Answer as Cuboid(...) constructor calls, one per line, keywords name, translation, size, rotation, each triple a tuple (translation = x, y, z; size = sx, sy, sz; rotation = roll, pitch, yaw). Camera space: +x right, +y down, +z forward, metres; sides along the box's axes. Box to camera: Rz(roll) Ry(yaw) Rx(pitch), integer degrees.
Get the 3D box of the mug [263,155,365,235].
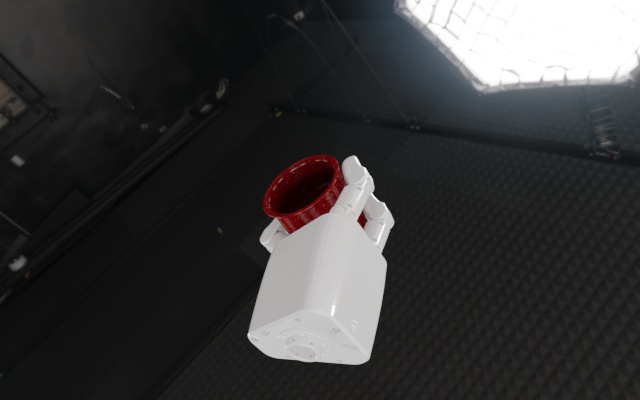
Cuboid(name="mug", translation=(0.000, 0.001, 0.537), size=(0.093, 0.117, 0.081), rotation=(-13, -50, 30))
